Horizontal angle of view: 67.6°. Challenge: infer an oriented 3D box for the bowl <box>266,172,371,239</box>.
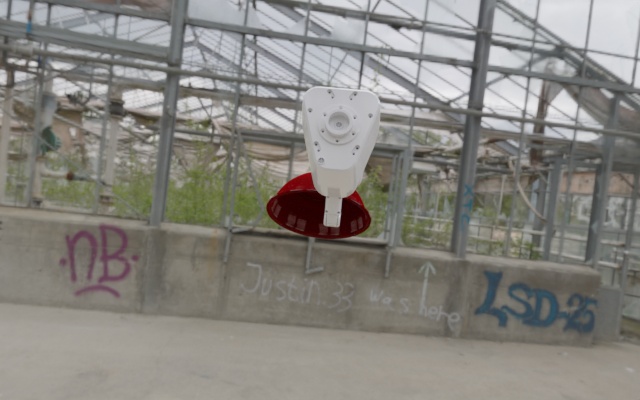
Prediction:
[{"bbox_3d":[0.000,0.003,0.743,0.162,0.055,0.162,7,-29,4],"label":"bowl"}]
